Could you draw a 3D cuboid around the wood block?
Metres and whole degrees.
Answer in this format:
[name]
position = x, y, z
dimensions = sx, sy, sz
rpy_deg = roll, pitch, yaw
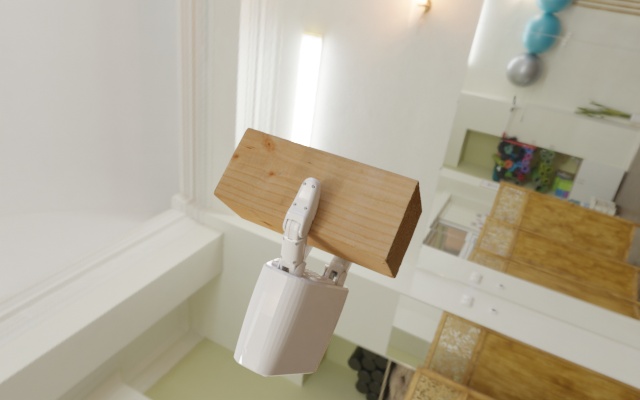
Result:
[wood block]
position = 0.000, 0.002, 0.537
dimensions = 0.206, 0.090, 0.091
rpy_deg = 20, -15, 20
